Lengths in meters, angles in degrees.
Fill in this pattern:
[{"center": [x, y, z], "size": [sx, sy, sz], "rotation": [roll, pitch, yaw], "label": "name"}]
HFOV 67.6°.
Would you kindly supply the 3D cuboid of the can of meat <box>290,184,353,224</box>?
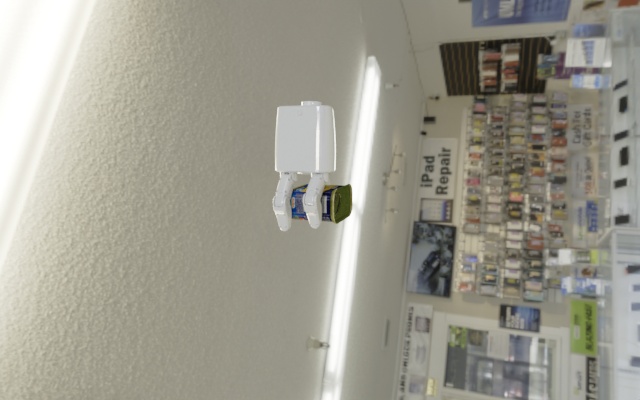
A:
[{"center": [0.000, 0.003, 0.806], "size": [0.084, 0.057, 0.102], "rotation": [3, 10, 20], "label": "can of meat"}]
